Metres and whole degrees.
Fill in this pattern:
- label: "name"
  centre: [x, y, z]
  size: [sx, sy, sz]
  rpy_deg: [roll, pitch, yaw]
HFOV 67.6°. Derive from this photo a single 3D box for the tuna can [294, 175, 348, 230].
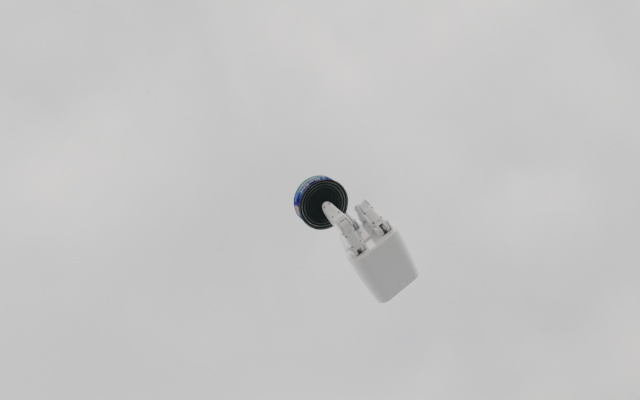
- label: "tuna can"
  centre: [0.000, 0.002, 0.783]
  size: [0.086, 0.086, 0.033]
  rpy_deg: [0, 17, -23]
